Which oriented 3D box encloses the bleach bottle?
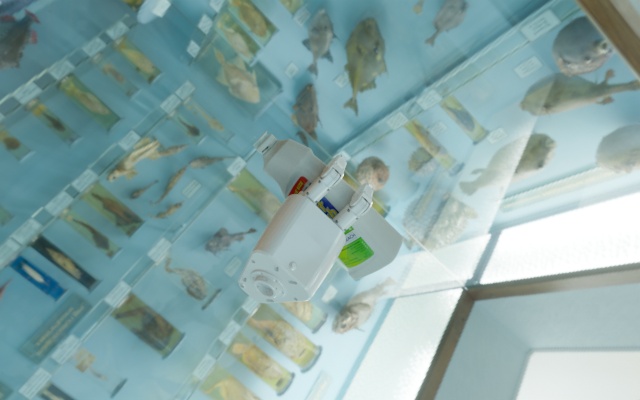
[{"bbox_3d":[0.000,0.002,0.688,0.102,0.251,0.068,-35,16,45],"label":"bleach bottle"}]
